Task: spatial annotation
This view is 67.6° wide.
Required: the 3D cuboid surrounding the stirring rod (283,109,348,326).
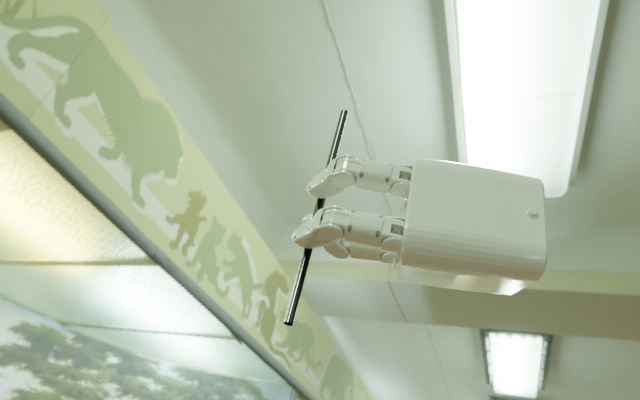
[{"bbox_3d":[0.000,0.002,0.445,0.011,0.239,0.011,10,-34,7],"label":"stirring rod"}]
